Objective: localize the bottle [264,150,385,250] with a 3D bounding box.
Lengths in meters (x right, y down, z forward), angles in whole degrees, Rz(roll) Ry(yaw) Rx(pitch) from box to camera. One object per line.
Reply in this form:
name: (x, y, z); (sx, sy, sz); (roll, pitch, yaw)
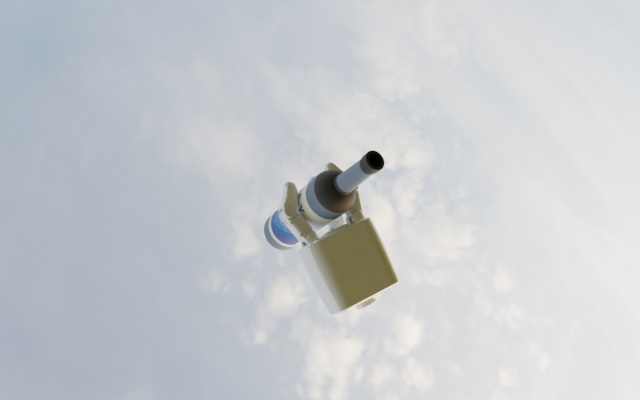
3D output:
bottle: (0.000, 0.002, 0.703); (0.069, 0.069, 0.296); (0, -21, -29)
